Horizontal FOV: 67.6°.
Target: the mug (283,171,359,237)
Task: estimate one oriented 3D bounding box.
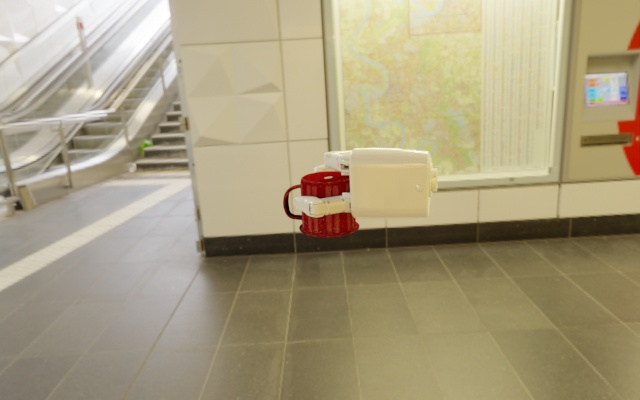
[{"bbox_3d":[-0.001,0.002,0.728,0.117,0.081,0.093,1,16,13],"label":"mug"}]
